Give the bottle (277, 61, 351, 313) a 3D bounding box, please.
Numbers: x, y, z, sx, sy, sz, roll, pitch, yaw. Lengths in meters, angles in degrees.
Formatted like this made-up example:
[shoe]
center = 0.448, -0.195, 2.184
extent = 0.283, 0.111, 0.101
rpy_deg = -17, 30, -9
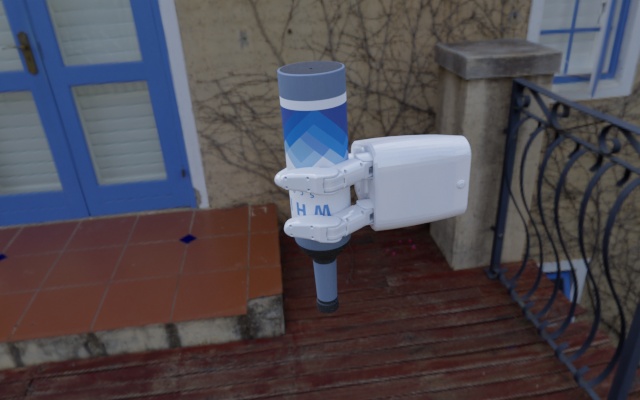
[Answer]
[bottle]
center = 0.000, 0.002, 0.531
extent = 0.069, 0.296, 0.069
rpy_deg = -3, 27, 2
